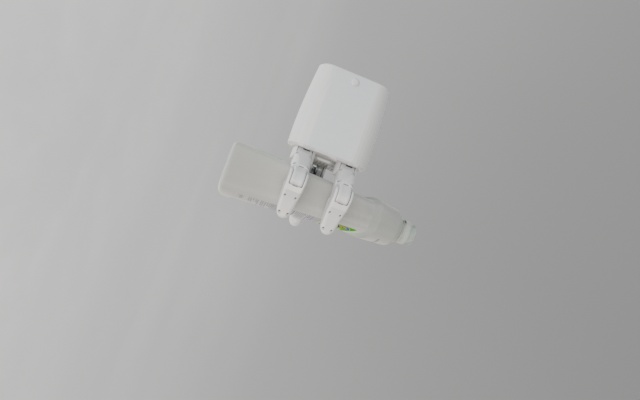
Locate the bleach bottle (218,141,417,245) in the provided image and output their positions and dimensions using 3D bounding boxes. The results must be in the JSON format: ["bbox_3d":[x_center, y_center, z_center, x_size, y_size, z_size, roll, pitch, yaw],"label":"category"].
[{"bbox_3d":[0.000,0.002,0.608,0.251,0.068,0.102,21,-6,-9],"label":"bleach bottle"}]
